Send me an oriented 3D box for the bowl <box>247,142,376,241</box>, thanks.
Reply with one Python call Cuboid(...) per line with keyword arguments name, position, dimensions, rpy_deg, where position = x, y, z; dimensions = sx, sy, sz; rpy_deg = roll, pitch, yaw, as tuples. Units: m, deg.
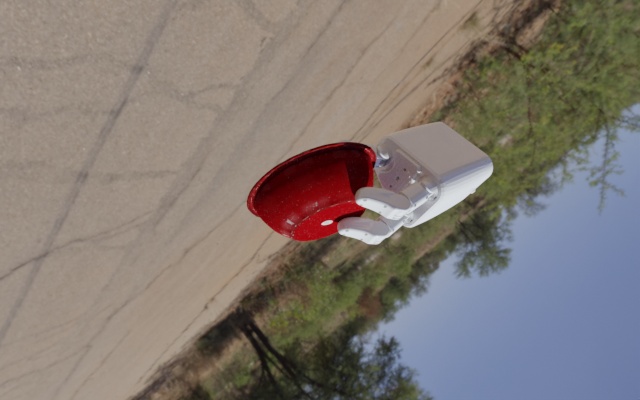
Cuboid(name="bowl", position=(-0.001, 0.003, 0.550), dimensions=(0.162, 0.055, 0.162), rpy_deg=(-19, -23, -8))
